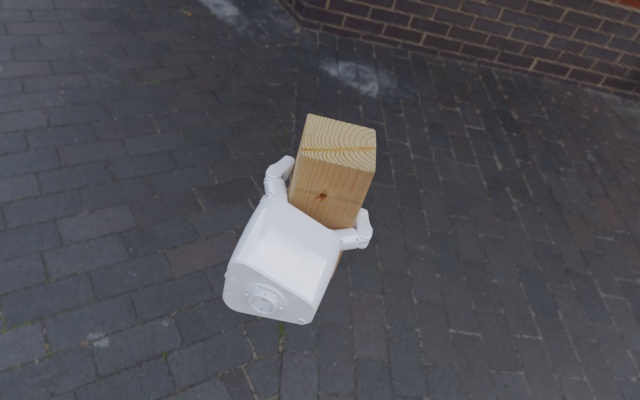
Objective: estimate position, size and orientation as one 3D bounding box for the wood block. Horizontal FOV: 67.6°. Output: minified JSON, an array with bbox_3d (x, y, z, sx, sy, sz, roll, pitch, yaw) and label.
[{"bbox_3d":[0.000,0.002,0.638,0.091,0.206,0.090,13,43,-6],"label":"wood block"}]
